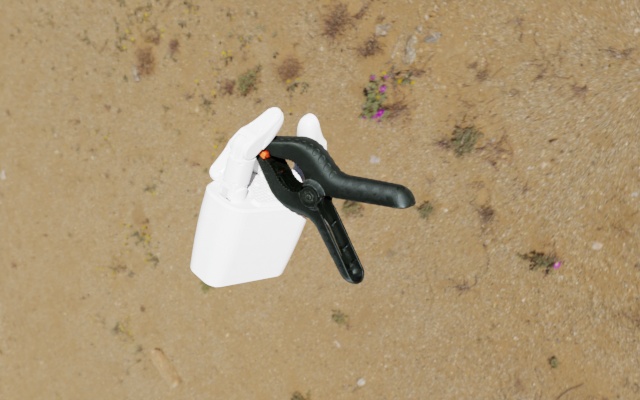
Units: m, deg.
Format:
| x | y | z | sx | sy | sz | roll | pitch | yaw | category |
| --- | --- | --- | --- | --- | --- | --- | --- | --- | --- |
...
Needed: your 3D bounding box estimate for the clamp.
| x | y | z | sx | sy | sz | roll | pitch | yaw | category |
| --- | --- | --- | --- | --- | --- | --- | --- | --- | --- |
| 0.000 | 0.002 | 0.466 | 0.171 | 0.120 | 0.039 | 34 | 30 | 24 | clamp |
